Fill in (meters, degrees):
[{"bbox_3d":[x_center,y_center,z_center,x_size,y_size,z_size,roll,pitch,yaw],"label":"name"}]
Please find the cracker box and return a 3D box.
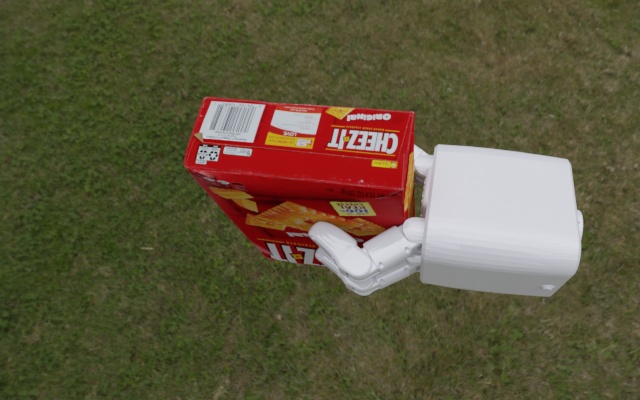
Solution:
[{"bbox_3d":[0.000,0.001,0.429,0.164,0.072,0.214,7,-23,14],"label":"cracker box"}]
